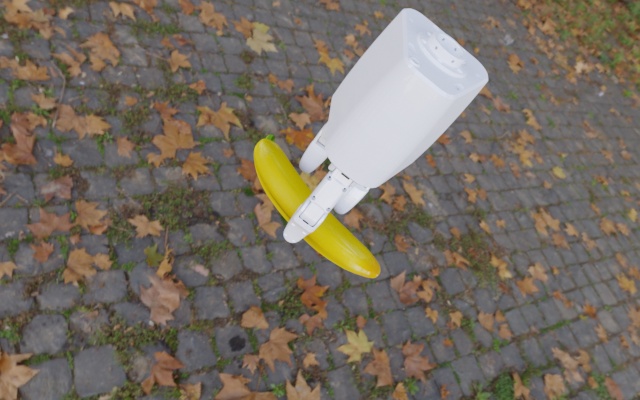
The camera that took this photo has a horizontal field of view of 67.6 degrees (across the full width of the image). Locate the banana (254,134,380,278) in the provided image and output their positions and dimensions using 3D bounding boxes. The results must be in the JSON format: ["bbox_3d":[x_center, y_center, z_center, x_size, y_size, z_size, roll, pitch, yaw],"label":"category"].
[{"bbox_3d":[-0.013,0.003,0.483,0.069,0.197,0.037,-18,-24,-51],"label":"banana"}]
